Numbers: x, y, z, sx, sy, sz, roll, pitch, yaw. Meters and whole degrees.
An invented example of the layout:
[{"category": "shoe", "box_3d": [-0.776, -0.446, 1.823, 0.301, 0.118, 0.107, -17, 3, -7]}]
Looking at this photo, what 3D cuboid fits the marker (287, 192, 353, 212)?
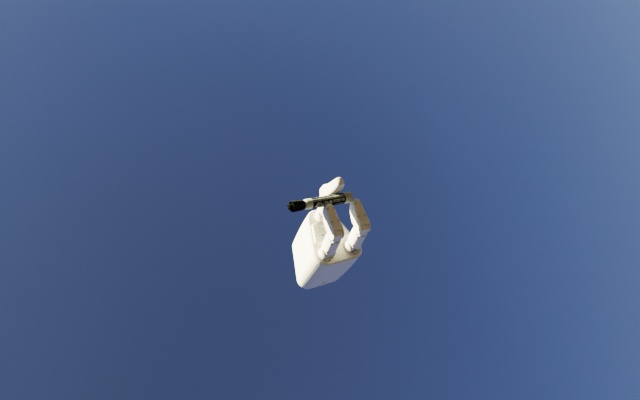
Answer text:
[{"category": "marker", "box_3d": [0.000, 0.003, 0.788, 0.121, 0.020, 0.020, -10, 5, -31]}]
